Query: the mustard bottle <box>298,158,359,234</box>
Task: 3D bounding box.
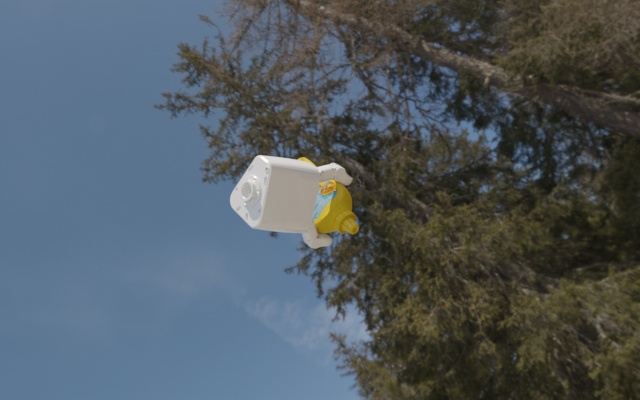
[{"bbox_3d":[0.000,0.003,0.857,0.191,0.096,0.058,39,-2,39],"label":"mustard bottle"}]
